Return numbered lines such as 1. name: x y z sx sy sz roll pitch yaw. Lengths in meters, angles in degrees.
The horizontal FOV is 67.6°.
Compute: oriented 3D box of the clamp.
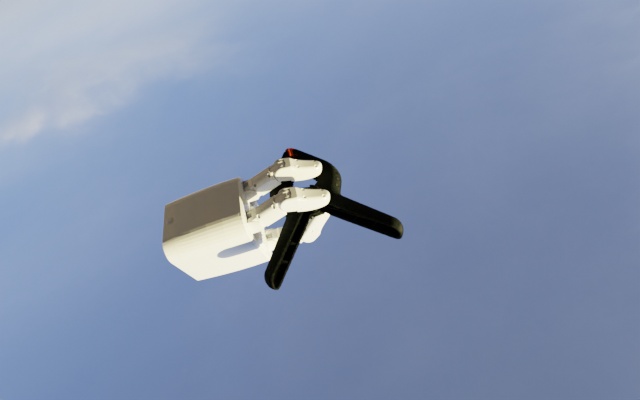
1. clamp: 0.000 0.002 0.593 0.164 0.209 0.036 -17 -45 2
